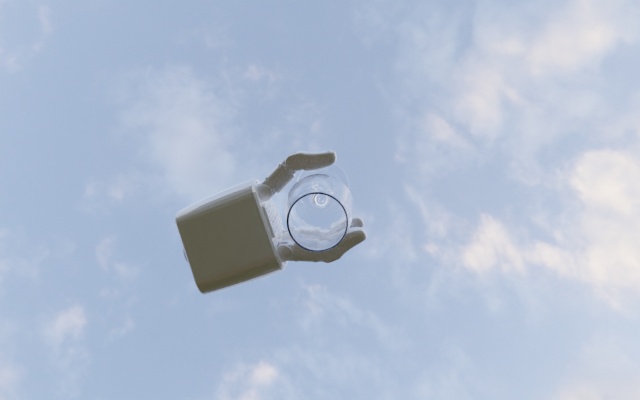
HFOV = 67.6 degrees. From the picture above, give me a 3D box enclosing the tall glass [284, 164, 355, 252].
[{"bbox_3d":[0.000,0.002,0.570,0.079,0.079,0.201,0,12,2],"label":"tall glass"}]
